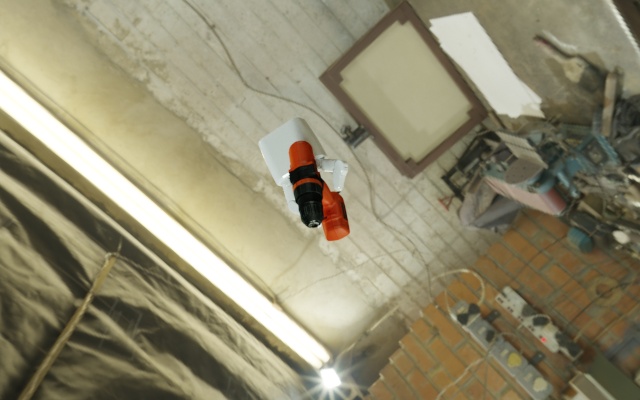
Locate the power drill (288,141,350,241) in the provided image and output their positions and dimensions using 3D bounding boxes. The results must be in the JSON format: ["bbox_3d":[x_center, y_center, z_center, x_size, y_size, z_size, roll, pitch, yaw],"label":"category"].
[{"bbox_3d":[0.000,0.003,0.899,0.057,0.184,0.188,-17,-36,12],"label":"power drill"}]
